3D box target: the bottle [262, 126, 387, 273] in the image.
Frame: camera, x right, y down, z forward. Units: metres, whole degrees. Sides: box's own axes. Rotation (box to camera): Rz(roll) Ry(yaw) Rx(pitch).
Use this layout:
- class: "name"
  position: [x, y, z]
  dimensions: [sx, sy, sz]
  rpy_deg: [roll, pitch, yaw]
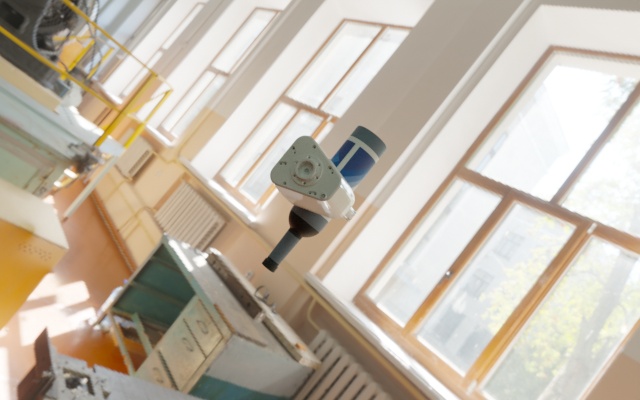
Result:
- class: "bottle"
  position: [0.000, 0.003, 0.837]
  dimensions: [0.069, 0.295, 0.069]
  rpy_deg: [39, -4, 3]
